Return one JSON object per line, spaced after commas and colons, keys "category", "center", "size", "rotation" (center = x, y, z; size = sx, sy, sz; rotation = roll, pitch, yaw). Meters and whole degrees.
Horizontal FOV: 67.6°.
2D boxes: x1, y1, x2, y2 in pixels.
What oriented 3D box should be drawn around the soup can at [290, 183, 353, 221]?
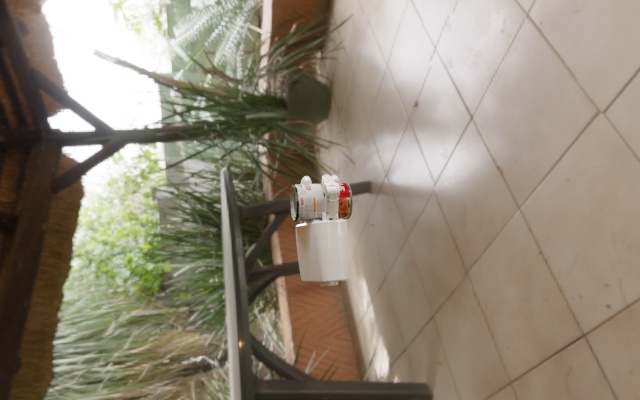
{"category": "soup can", "center": [0.000, 0.002, 0.873], "size": [0.102, 0.068, 0.068], "rotation": [-3, 0, -13]}
